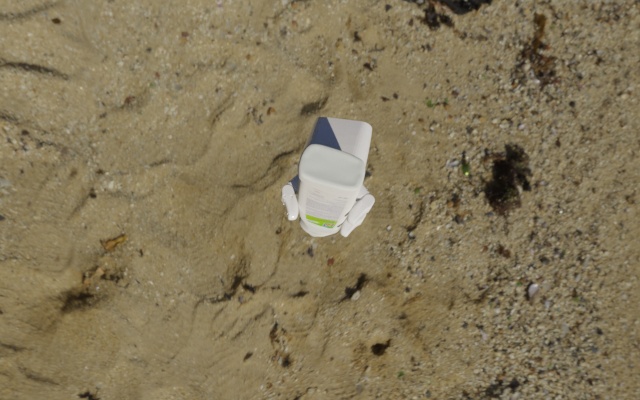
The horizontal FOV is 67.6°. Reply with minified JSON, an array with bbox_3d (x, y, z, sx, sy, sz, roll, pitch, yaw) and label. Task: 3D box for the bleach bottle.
[{"bbox_3d":[0.000,0.003,0.808,0.102,0.068,0.251,17,-26,-2],"label":"bleach bottle"}]
